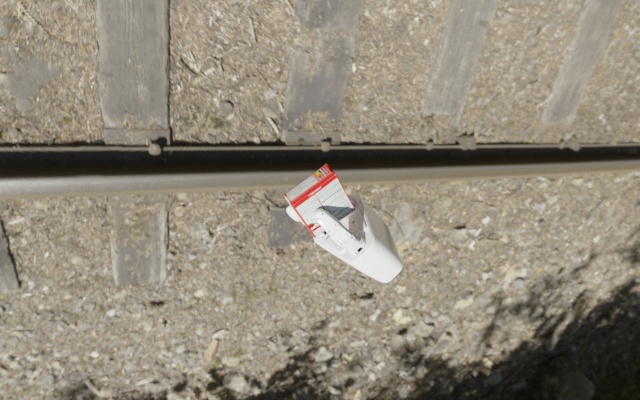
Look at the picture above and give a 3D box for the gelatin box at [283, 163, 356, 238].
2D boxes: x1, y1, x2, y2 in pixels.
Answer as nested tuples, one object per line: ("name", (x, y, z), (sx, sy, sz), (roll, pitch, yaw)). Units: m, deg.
("gelatin box", (0.000, 0.002, 0.663), (0.073, 0.030, 0.089), (-36, -41, -3))
